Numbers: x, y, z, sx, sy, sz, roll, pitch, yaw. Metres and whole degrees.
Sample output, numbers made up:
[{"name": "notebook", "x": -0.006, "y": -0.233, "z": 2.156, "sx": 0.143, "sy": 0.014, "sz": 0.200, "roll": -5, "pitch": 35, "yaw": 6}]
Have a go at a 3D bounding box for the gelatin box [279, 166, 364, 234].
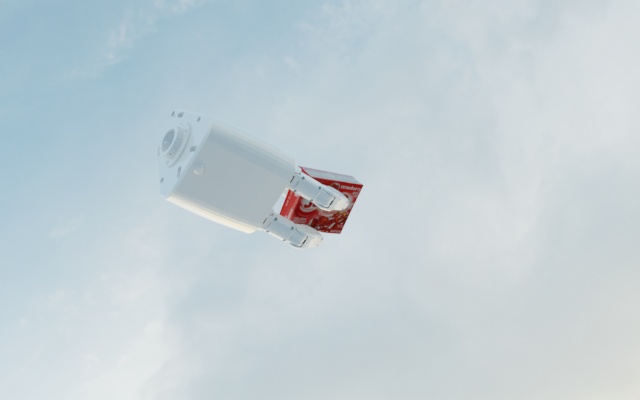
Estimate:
[{"name": "gelatin box", "x": 0.000, "y": 0.002, "z": 0.582, "sx": 0.089, "sy": 0.073, "sz": 0.030, "roll": 7, "pitch": 25, "yaw": -39}]
